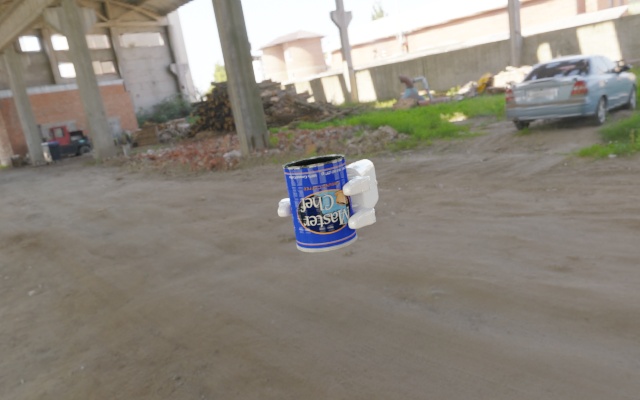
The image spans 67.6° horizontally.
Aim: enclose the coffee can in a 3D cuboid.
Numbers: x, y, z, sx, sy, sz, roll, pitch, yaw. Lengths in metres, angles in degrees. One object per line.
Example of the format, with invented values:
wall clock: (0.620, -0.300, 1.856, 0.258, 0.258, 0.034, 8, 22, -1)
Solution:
coffee can: (0.000, 0.003, 0.785, 0.103, 0.140, 0.102, -9, 12, 2)
